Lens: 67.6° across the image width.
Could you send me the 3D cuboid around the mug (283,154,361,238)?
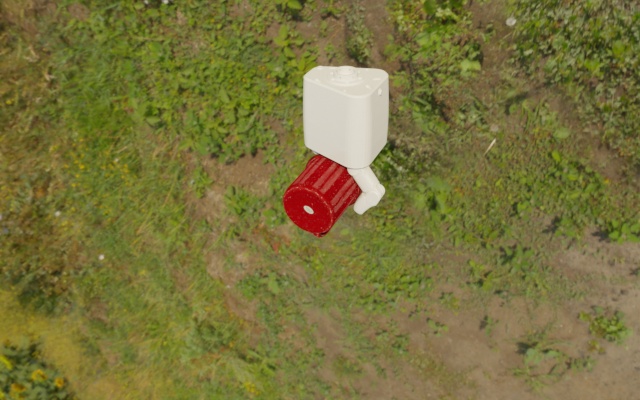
[{"bbox_3d":[0.000,0.003,0.685,0.093,0.117,0.081,16,41,22],"label":"mug"}]
